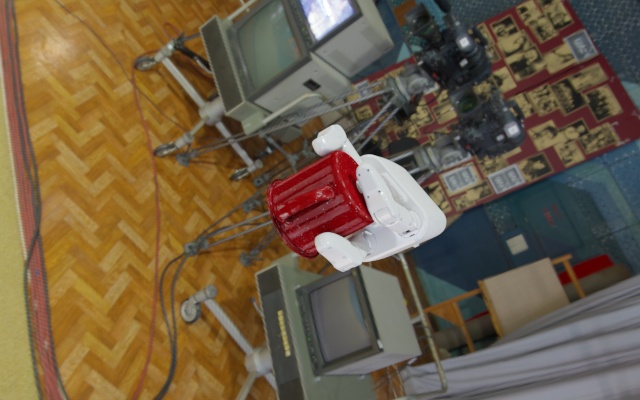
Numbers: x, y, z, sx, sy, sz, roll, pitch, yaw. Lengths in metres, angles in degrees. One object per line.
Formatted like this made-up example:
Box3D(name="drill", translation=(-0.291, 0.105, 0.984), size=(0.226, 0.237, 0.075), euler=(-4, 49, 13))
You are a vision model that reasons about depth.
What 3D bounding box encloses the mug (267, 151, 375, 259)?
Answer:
Box3D(name="mug", translation=(0.000, 0.001, 0.476), size=(0.081, 0.093, 0.117), euler=(-28, -12, 23))
